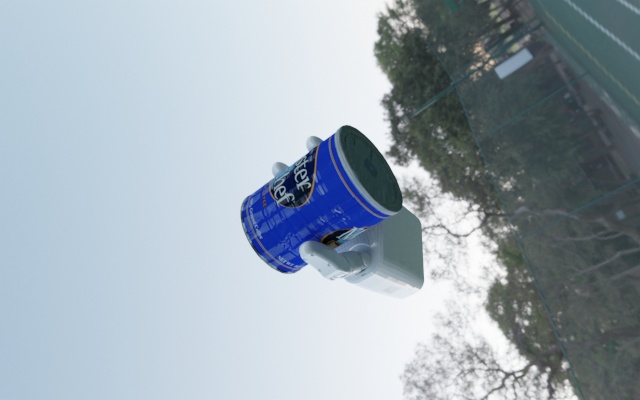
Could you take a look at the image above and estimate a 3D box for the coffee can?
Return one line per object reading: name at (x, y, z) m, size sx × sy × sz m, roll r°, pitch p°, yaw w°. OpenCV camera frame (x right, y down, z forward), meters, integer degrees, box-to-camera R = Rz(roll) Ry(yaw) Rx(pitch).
coffee can at (0.000, 0.002, 0.505) m, size 0.140 × 0.102 × 0.103 m, roll -34°, pitch -17°, yaw 26°
